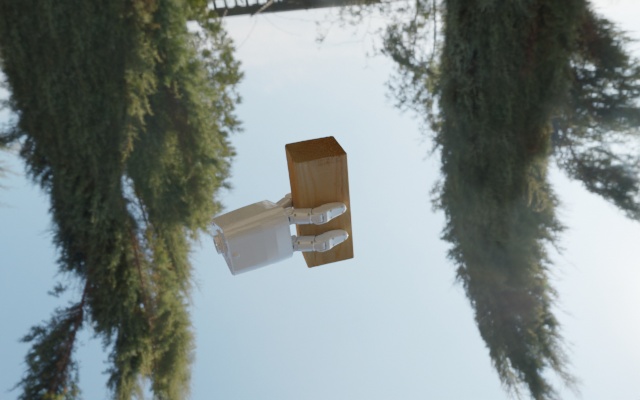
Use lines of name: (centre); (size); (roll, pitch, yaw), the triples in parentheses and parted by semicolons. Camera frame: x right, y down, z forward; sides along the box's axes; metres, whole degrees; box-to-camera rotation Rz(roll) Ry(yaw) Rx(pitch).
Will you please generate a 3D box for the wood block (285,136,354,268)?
wood block: (0.000, 0.003, 0.842); (0.090, 0.206, 0.090); (-12, 30, -11)
